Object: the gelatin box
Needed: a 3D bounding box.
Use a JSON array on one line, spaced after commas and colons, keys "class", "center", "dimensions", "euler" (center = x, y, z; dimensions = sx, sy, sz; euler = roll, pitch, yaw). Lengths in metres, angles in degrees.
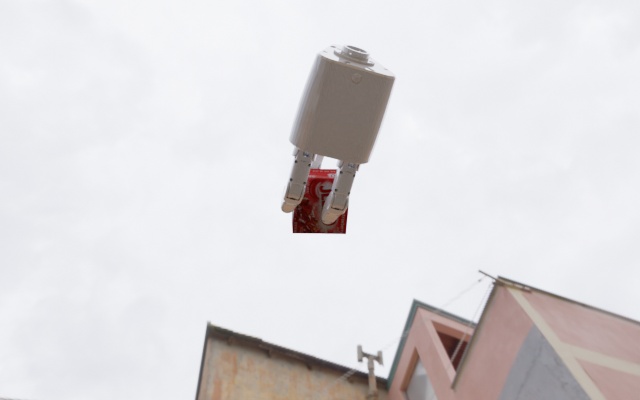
[{"class": "gelatin box", "center": [0.000, 0.002, 0.623], "dimensions": [0.073, 0.089, 0.030], "euler": [1, 33, -5]}]
